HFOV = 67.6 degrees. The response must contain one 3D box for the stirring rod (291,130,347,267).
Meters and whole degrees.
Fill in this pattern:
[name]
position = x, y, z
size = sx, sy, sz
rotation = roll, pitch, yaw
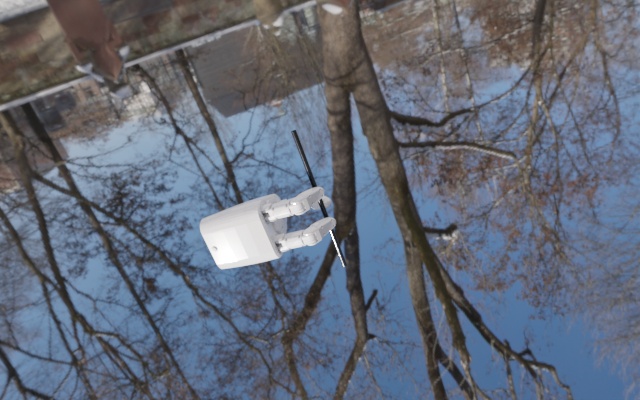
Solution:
[stirring rod]
position = 0.000, 0.002, 0.747
size = 0.011, 0.240, 0.011
rotation = -18, 21, 7
